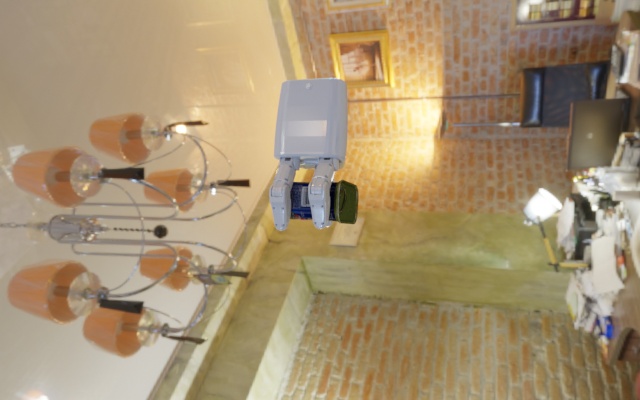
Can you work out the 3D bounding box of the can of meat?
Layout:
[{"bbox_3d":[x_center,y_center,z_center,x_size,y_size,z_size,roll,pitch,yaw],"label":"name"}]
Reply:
[{"bbox_3d":[0.000,0.002,0.664,0.084,0.057,0.102,2,-3,18],"label":"can of meat"}]
